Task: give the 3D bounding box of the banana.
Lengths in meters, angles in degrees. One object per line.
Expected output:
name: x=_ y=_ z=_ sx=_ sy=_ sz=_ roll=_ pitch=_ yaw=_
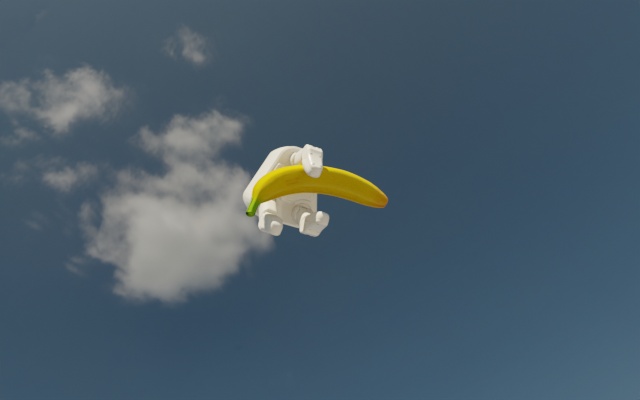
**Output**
banana: x=-0.007 y=-0.015 z=0.628 sx=0.198 sy=0.069 sz=0.037 roll=-5 pitch=-18 yaw=-21
